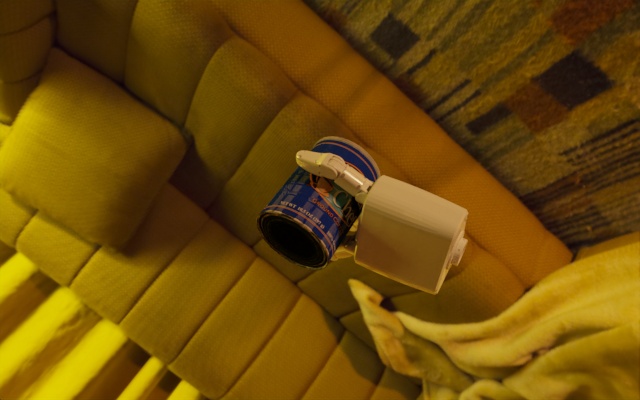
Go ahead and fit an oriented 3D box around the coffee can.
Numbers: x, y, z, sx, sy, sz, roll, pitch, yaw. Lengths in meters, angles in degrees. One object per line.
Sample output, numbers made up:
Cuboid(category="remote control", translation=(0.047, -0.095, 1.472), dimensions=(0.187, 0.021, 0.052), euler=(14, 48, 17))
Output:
Cuboid(category="coffee can", translation=(0.000, 0.002, 0.605), dimensions=(0.103, 0.103, 0.140), euler=(0, 44, 44))
